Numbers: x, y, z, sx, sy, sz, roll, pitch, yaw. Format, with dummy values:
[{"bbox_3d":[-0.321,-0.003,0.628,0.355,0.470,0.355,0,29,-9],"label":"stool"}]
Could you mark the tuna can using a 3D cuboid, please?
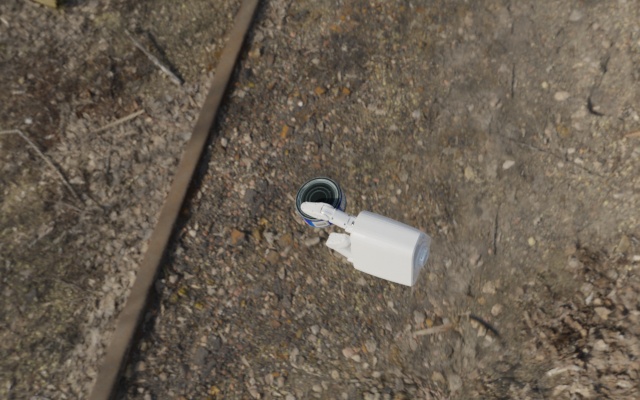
[{"bbox_3d":[0.000,0.002,0.829,0.086,0.086,0.034,0,-25,21],"label":"tuna can"}]
